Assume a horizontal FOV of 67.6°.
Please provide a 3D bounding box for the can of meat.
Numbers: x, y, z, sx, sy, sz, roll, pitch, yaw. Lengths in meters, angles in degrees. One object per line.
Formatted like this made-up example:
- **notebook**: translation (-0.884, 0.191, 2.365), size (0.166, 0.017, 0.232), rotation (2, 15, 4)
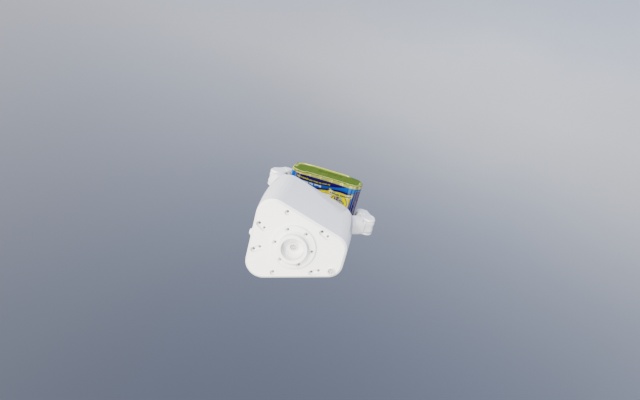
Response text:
- **can of meat**: translation (0.000, 0.002, 0.654), size (0.102, 0.084, 0.057), rotation (17, 16, 4)
